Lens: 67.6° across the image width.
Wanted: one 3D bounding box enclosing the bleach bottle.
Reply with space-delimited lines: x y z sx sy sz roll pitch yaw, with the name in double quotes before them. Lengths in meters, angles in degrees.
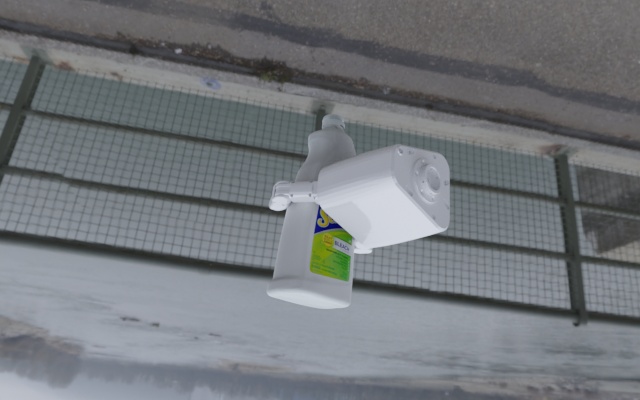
"bleach bottle" 0.000 0.002 0.601 0.102 0.250 0.068 24 -28 -38
